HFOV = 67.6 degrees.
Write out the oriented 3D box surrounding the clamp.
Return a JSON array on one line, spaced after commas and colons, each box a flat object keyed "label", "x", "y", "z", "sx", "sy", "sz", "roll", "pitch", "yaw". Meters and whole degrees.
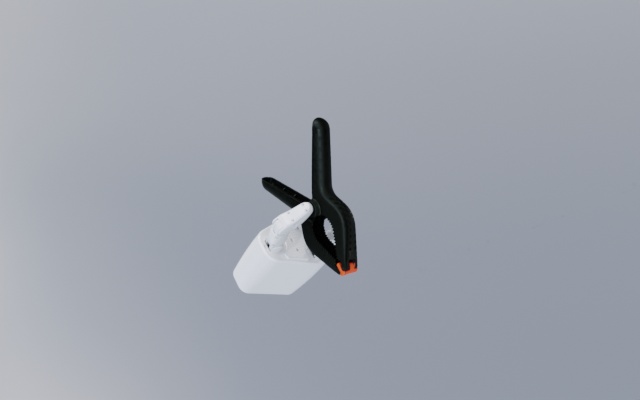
[{"label": "clamp", "x": 0.000, "y": 0.003, "z": 0.665, "sx": 0.036, "sy": 0.210, "sz": 0.165, "roll": -10, "pitch": -30, "yaw": -42}]
